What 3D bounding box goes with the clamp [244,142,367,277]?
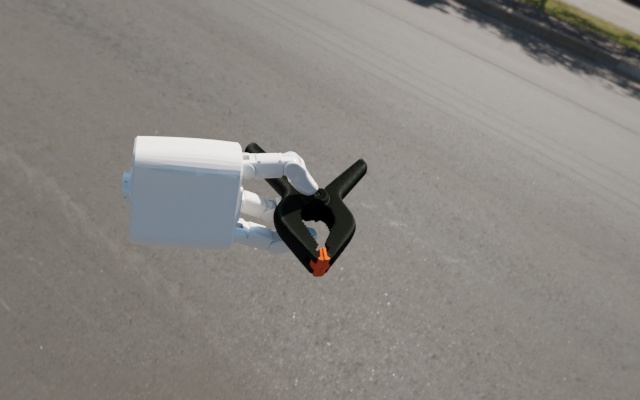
[{"bbox_3d":[0.000,0.002,0.569,0.164,0.036,0.209,2,41,-18],"label":"clamp"}]
